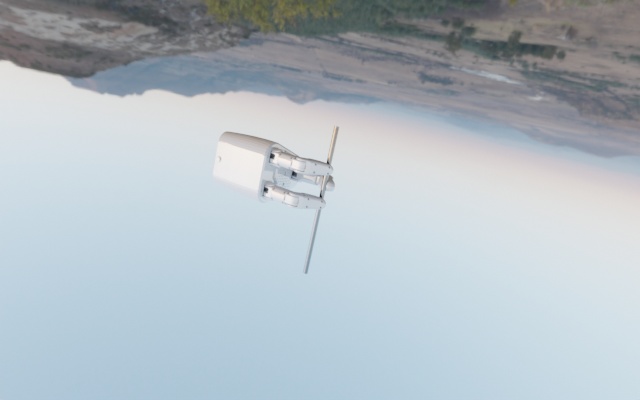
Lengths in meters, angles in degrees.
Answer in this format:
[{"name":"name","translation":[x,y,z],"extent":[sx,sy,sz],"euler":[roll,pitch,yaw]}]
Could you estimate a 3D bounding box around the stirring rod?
[{"name":"stirring rod","translation":[0.000,0.002,0.750],"extent":[0.011,0.239,0.011],"euler":[12,12,-2]}]
